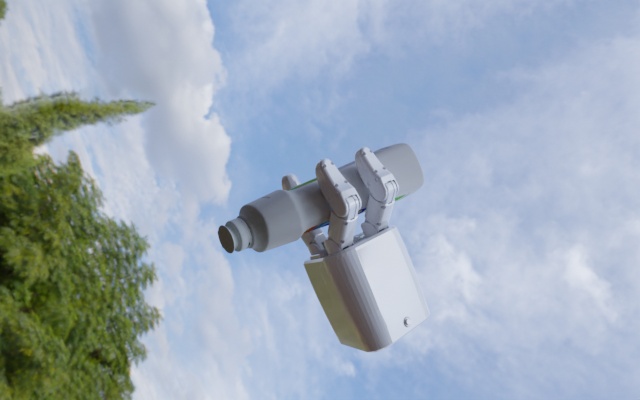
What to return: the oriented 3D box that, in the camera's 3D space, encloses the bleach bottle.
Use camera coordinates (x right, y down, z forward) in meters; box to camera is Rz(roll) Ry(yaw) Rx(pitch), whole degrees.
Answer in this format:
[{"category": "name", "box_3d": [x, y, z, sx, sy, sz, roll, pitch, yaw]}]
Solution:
[{"category": "bleach bottle", "box_3d": [0.000, 0.002, 0.526, 0.251, 0.068, 0.102, -22, -2, -37]}]
